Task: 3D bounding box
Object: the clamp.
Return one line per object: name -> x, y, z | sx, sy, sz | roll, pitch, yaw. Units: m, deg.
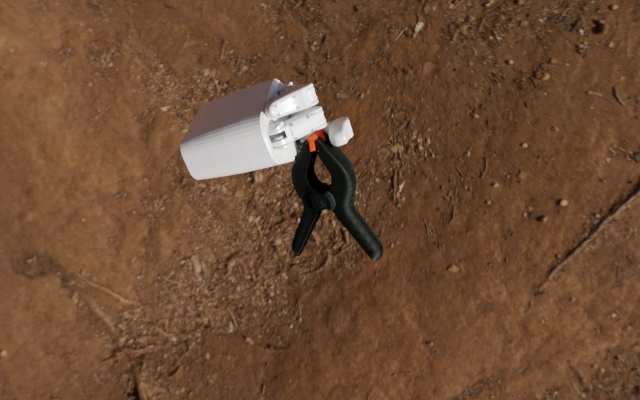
clamp -> 0.000, 0.002, 0.577 | 0.120, 0.171, 0.039 | -11, 19, 22
